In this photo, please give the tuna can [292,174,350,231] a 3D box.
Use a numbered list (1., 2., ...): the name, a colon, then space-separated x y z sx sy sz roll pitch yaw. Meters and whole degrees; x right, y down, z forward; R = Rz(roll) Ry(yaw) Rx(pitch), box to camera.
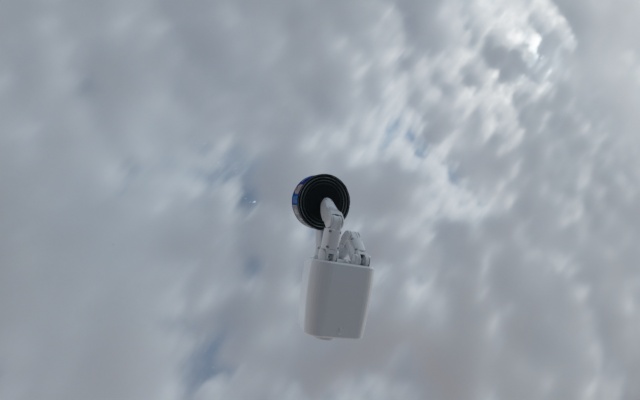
1. tuna can: 0.000 0.002 0.733 0.086 0.086 0.034 0 1 -22
